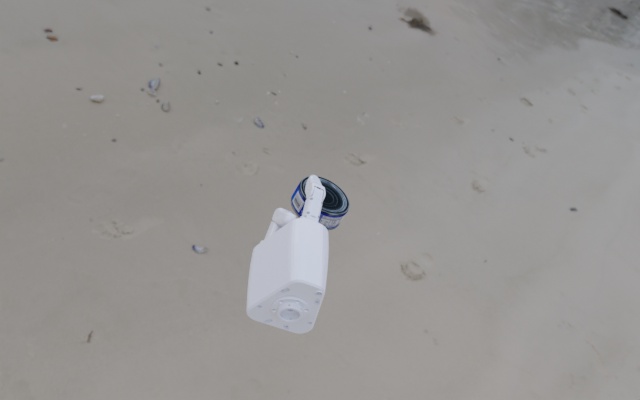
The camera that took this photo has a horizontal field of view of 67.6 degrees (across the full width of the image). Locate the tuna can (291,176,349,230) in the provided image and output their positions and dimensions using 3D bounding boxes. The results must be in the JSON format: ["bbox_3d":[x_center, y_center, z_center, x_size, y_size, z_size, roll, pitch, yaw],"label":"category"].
[{"bbox_3d":[0.000,0.002,0.725,0.086,0.086,0.034,0,-44,-38],"label":"tuna can"}]
